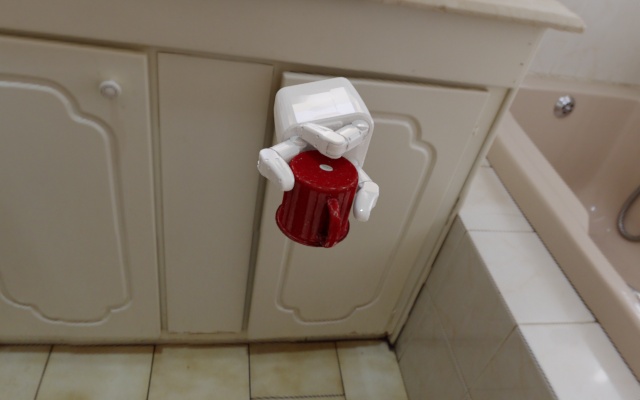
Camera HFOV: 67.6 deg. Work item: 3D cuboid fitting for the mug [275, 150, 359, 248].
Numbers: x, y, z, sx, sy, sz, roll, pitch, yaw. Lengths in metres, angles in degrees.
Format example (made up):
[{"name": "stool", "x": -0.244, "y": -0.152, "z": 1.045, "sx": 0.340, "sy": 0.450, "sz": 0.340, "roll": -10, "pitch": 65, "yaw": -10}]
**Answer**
[{"name": "mug", "x": 0.000, "y": 0.003, "z": 0.552, "sx": 0.093, "sy": 0.082, "sz": 0.117, "roll": 1, "pitch": 39, "yaw": -15}]
